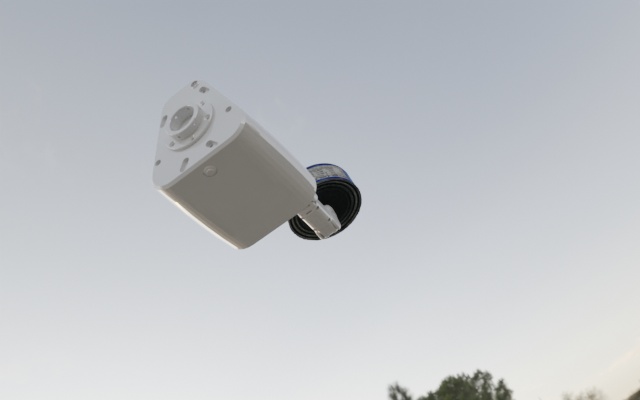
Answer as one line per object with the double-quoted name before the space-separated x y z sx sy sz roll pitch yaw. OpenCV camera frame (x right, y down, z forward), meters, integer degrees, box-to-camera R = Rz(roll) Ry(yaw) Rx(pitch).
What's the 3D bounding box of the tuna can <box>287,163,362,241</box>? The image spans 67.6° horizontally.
"tuna can" 0.000 0.001 0.528 0.086 0.086 0.033 0 38 -27
